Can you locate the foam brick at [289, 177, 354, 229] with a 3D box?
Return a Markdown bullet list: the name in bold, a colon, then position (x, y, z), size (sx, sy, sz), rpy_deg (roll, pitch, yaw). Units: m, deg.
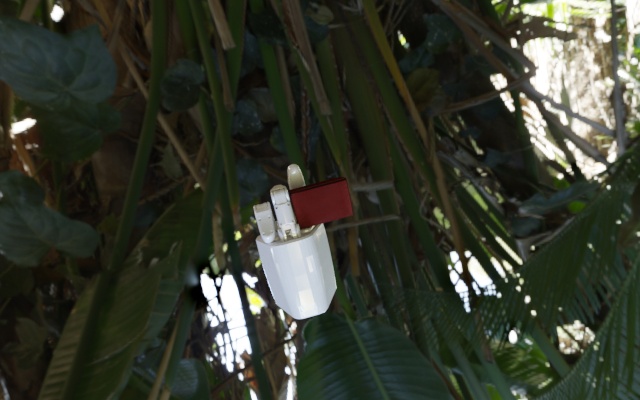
- **foam brick**: position (0.000, 0.002, 0.649), size (0.078, 0.051, 0.053), rpy_deg (-15, 6, -4)
